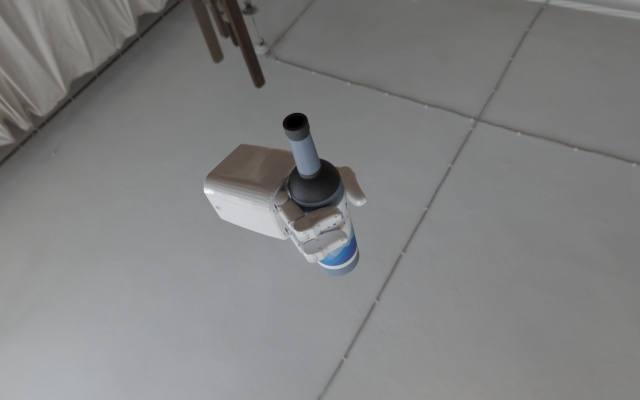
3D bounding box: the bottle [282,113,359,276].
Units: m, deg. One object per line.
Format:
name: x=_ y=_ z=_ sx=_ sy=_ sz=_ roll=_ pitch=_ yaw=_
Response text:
bottle: x=0.000 y=0.002 z=0.616 sx=0.069 sy=0.069 sz=0.296 roll=0 pitch=-35 yaw=13
